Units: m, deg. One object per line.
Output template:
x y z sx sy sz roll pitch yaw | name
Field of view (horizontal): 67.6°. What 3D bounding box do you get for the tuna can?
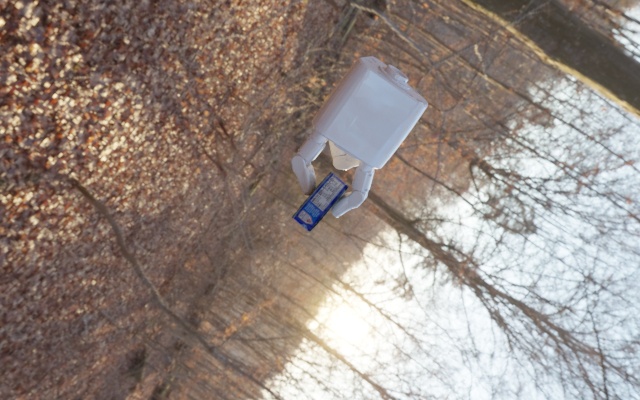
0.001 0.003 0.668 0.034 0.086 0.086 41 0 1 | tuna can
